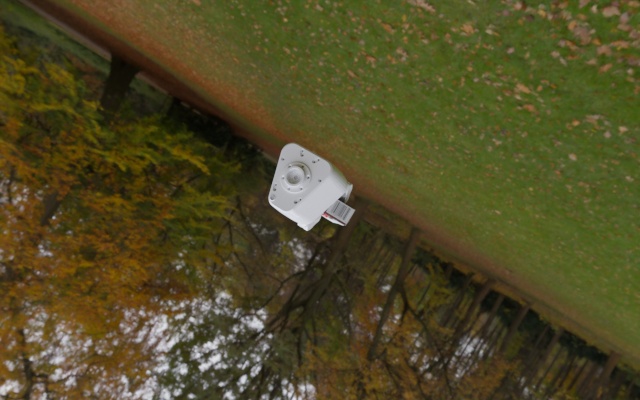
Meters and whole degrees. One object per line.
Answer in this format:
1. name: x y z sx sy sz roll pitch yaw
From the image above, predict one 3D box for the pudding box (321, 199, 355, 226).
1. pudding box: 0.000 0.003 0.896 0.113 0.039 0.090 33 -5 -10
